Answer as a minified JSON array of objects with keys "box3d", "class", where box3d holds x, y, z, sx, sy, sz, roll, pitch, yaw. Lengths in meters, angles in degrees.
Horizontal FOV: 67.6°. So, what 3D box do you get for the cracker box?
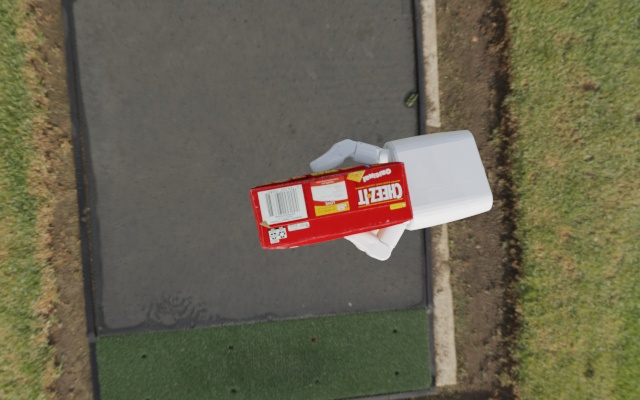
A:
[{"box3d":[0.000,0.002,0.588,0.164,0.072,0.213,-11,3,-7],"class":"cracker box"}]
